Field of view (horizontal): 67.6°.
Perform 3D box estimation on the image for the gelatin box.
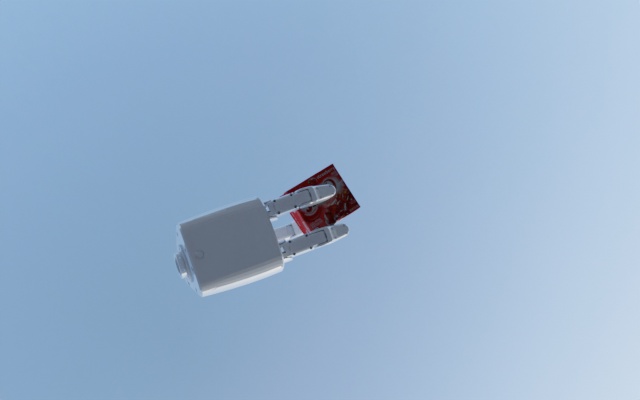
[{"bbox_3d":[0.000,0.002,0.650,0.089,0.073,0.030,-32,-2,-31],"label":"gelatin box"}]
